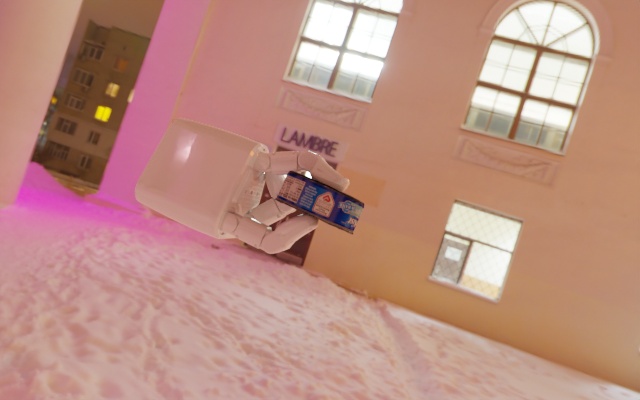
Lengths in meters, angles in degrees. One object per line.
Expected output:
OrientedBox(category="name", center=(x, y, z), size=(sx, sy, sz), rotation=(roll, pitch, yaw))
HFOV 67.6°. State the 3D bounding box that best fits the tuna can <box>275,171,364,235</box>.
OrientedBox(category="tuna can", center=(0.000, 0.001, 0.480), size=(0.086, 0.034, 0.086), rotation=(24, -1, 0))
